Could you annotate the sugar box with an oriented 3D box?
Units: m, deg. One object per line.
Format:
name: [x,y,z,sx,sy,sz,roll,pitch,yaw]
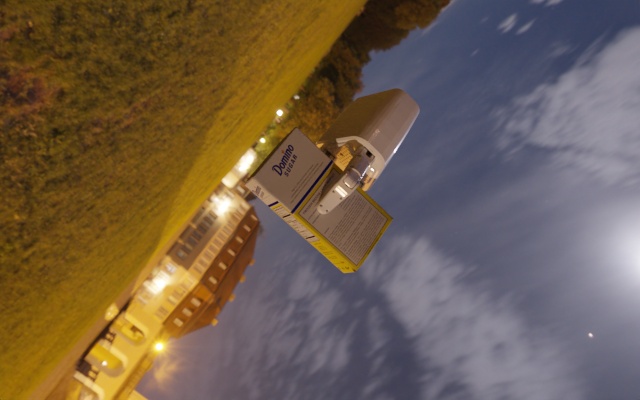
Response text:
sugar box: [0.000,0.002,0.607,0.176,0.093,0.048,42,-24,-10]
